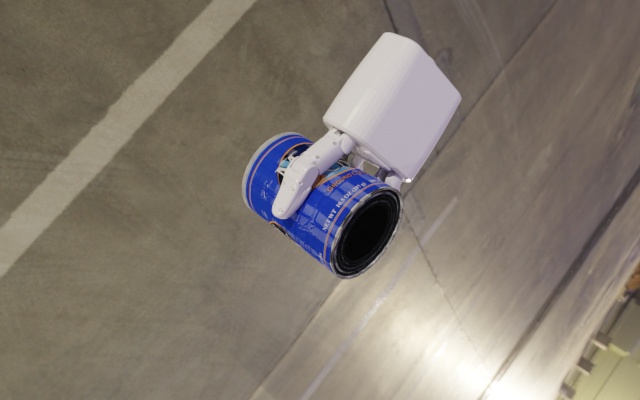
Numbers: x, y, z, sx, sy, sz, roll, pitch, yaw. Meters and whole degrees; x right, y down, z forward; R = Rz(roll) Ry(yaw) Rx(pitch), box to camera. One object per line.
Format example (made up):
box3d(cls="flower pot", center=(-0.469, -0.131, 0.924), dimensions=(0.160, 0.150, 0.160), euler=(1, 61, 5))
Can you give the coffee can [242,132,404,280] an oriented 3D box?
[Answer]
box3d(cls="coffee can", center=(0.000, 0.002, 0.501), dimensions=(0.140, 0.103, 0.103), euler=(34, 21, 35))
